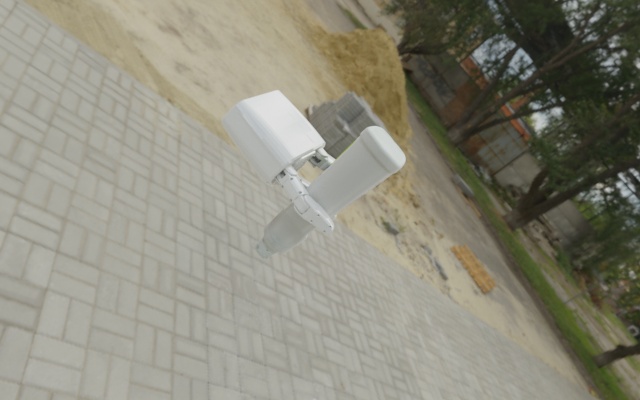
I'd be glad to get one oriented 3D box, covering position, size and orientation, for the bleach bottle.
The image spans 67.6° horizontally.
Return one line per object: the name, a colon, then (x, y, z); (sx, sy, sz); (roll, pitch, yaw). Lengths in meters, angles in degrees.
bleach bottle: (0.000, 0.002, 0.664); (0.251, 0.068, 0.102); (-40, -3, 20)
